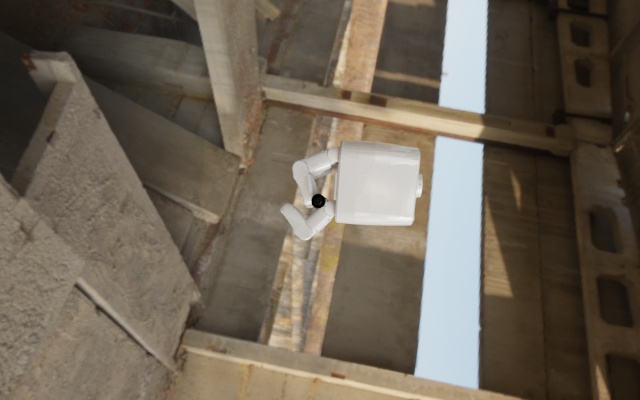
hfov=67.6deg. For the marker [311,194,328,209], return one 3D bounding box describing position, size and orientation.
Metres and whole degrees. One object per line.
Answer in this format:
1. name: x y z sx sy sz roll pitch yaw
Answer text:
1. marker: 0.000 0.002 0.651 0.020 0.020 0.121 0 -2 3
